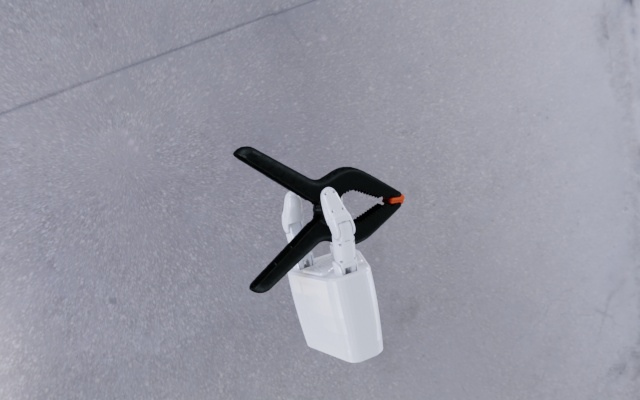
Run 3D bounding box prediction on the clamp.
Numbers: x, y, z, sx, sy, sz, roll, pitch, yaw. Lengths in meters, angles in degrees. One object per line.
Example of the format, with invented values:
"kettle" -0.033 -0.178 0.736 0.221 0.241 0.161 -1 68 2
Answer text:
"clamp" 0.001 0.002 0.560 0.210 0.164 0.036 -15 10 -20
